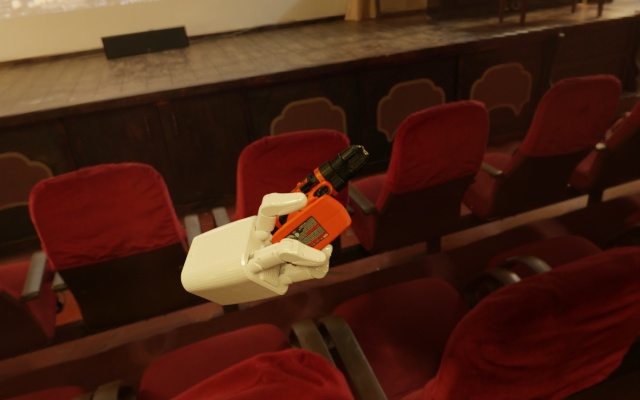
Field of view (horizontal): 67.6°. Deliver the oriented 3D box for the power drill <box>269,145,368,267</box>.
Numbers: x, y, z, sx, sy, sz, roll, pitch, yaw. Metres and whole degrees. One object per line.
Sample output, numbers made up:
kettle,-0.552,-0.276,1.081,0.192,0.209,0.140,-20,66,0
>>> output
power drill,0.000,0.003,0.681,0.184,0.057,0.187,-41,13,13
